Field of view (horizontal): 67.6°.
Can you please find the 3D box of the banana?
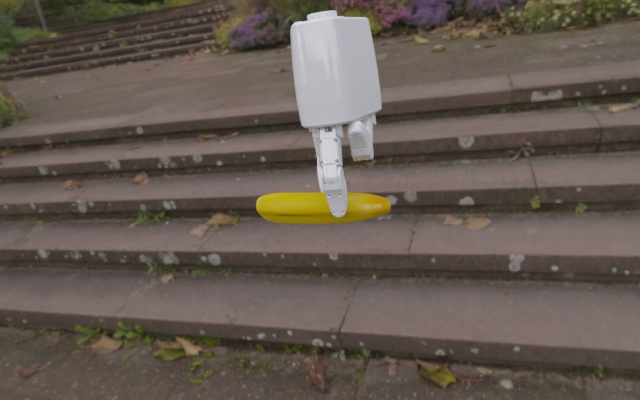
[{"bbox_3d":[-0.014,0.006,0.581,0.198,0.037,0.069,1,14,38],"label":"banana"}]
